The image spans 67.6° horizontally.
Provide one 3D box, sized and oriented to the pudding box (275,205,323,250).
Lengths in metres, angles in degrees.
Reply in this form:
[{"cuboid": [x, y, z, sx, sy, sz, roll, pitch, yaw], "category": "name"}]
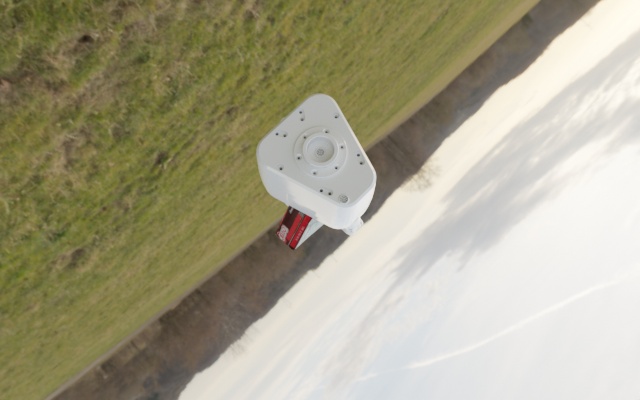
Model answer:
[{"cuboid": [0.000, 0.002, 0.607, 0.113, 0.039, 0.090, -38, -13, -36], "category": "pudding box"}]
